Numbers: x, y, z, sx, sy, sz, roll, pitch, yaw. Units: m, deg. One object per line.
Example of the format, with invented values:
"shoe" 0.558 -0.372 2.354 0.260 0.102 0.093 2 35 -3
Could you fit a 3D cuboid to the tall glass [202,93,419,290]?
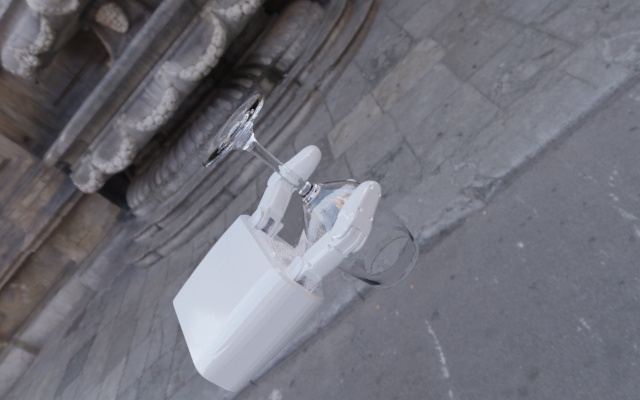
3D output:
"tall glass" 0.000 0.001 0.417 0.201 0.079 0.079 39 -18 -24
